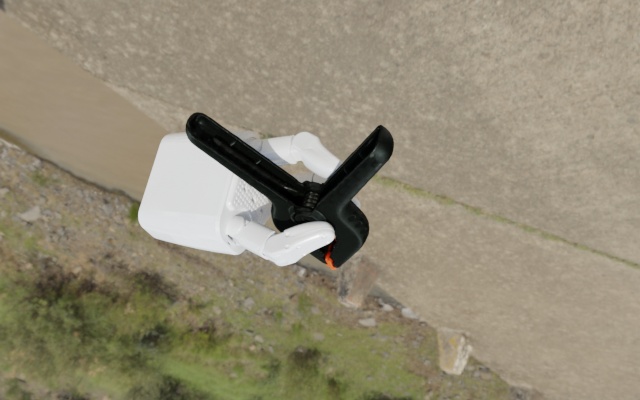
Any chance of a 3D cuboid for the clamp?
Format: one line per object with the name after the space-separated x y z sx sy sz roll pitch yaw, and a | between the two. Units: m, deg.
0.000 0.002 0.413 0.164 0.036 0.210 5 -33 27 | clamp
